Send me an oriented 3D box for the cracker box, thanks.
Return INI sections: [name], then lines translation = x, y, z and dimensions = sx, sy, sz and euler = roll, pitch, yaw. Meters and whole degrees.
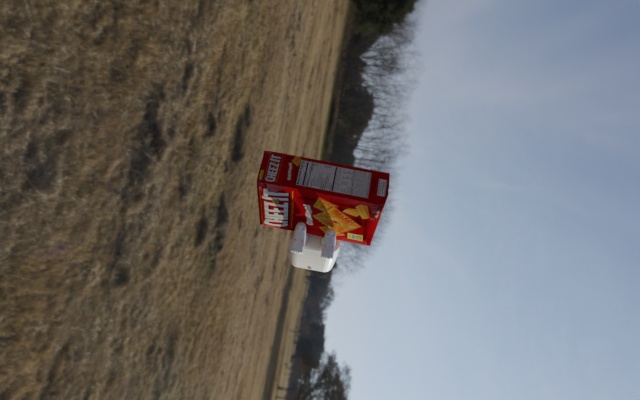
[cracker box]
translation = 0.000, 0.003, 0.839
dimensions = 0.214, 0.072, 0.164
euler = 10, -30, 1
